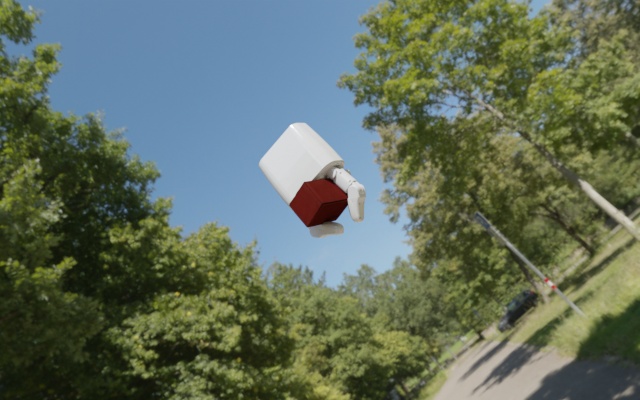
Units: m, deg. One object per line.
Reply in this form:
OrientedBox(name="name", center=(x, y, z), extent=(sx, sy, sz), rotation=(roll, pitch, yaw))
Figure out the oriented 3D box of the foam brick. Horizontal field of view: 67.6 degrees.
OrientedBox(name="foam brick", center=(0.000, 0.003, 0.756), extent=(0.078, 0.051, 0.053), rotation=(-10, -37, -51))
